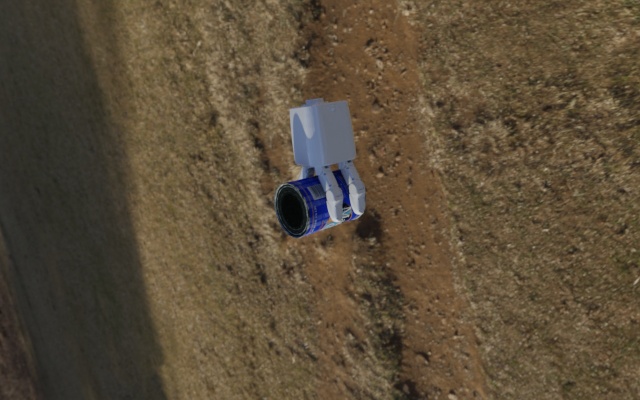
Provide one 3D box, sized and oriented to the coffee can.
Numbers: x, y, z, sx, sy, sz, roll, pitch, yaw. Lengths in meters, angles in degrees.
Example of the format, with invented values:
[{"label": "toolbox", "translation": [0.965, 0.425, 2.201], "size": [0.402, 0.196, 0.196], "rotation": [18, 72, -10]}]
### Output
[{"label": "coffee can", "translation": [0.000, 0.003, 0.890], "size": [0.140, 0.103, 0.103], "rotation": [-17, 10, -37]}]
